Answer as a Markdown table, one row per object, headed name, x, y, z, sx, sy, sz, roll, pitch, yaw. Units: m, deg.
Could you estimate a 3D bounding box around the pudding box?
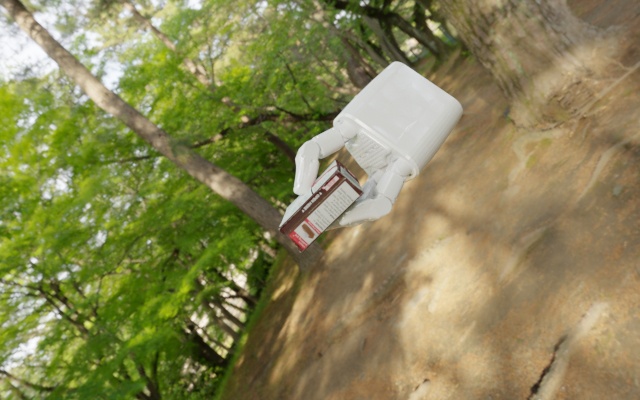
| name | x | y | z | sx | sy | sz | roll | pitch | yaw |
| --- | --- | --- | --- | --- | --- | --- | --- | --- | --- |
| pudding box | 0.000 | 0.002 | 0.527 | 0.039 | 0.090 | 0.113 | 44 | 8 | -5 |
